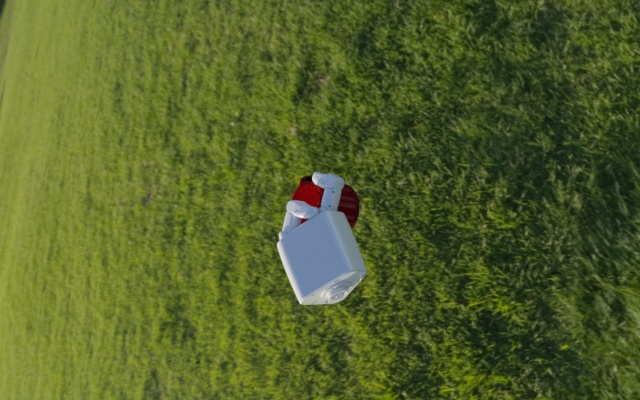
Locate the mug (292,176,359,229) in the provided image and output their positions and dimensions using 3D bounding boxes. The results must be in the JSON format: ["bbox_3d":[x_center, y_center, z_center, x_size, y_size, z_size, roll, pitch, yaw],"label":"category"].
[{"bbox_3d":[-0.001,0.001,0.811,0.081,0.117,0.093,9,-45,-43],"label":"mug"}]
